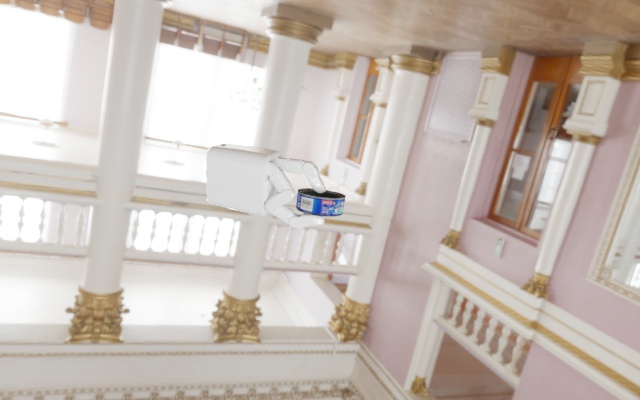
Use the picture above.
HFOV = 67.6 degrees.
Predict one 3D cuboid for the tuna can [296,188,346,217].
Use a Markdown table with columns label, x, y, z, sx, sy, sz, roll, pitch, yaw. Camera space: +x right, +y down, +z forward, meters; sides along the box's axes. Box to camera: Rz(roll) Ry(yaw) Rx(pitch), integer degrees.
| label | x | y | z | sx | sy | sz | roll | pitch | yaw |
| --- | --- | --- | --- | --- | --- | --- | --- | --- | --- |
| tuna can | 0.000 | 0.003 | 0.837 | 0.086 | 0.034 | 0.086 | 7 | 10 | -1 |
